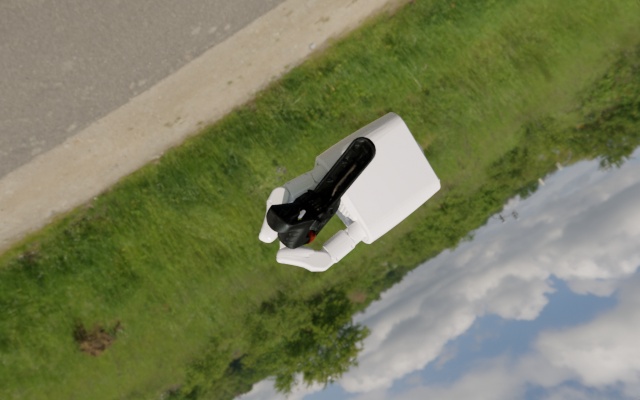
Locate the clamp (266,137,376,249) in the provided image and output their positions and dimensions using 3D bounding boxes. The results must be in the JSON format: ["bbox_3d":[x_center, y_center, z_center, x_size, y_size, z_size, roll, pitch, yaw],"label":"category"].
[{"bbox_3d":[0.000,0.002,0.475,0.120,0.039,0.171,-35,-9,-10],"label":"clamp"}]
